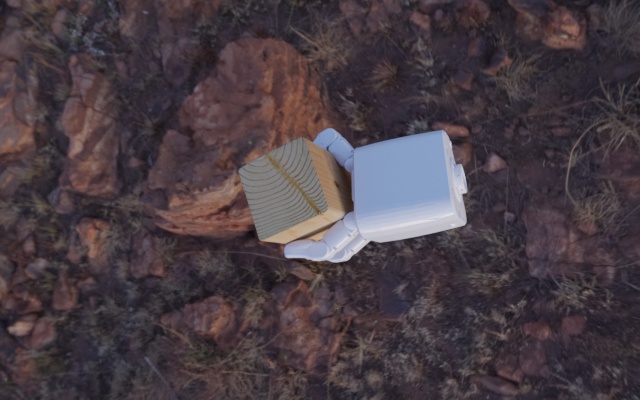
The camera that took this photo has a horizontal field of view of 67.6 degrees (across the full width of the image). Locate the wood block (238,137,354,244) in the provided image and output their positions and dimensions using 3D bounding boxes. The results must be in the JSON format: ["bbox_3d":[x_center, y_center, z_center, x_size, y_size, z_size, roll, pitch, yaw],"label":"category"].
[{"bbox_3d":[0.000,0.002,0.603,0.090,0.090,0.206,-25,-18,19],"label":"wood block"}]
